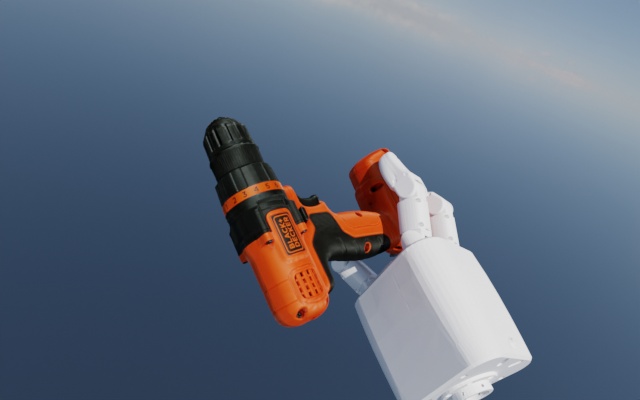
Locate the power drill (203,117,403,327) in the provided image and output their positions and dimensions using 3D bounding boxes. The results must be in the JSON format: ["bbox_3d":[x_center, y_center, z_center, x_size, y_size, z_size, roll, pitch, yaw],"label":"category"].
[{"bbox_3d":[0.001,0.002,0.433,0.187,0.184,0.057,-14,-16,-40],"label":"power drill"}]
